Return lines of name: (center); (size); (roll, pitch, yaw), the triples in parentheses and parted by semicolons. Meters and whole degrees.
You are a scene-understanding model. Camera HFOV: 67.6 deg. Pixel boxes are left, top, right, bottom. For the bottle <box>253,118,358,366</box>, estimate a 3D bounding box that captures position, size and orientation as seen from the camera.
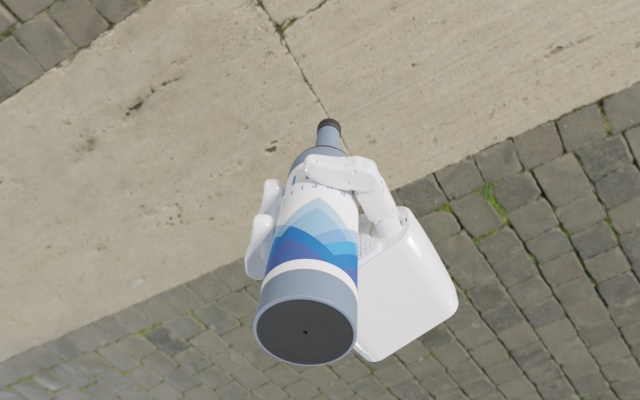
bottle: (0.000, 0.001, 0.422); (0.069, 0.069, 0.295); (0, 34, 5)
